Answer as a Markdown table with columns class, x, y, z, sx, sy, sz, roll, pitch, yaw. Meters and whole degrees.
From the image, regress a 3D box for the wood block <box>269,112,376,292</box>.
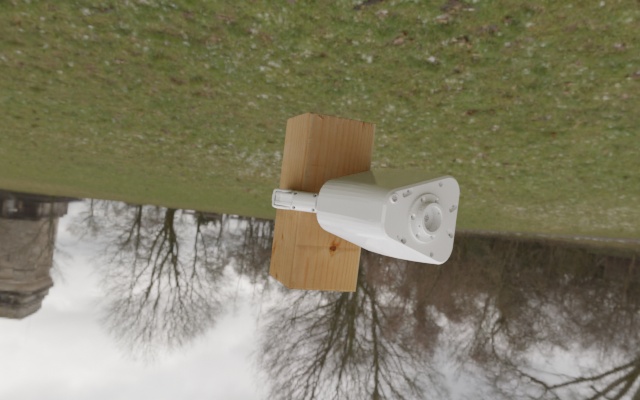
| class | x | y | z | sx | sy | sz | roll | pitch | yaw |
| --- | --- | --- | --- | --- | --- | --- | --- | --- | --- |
| wood block | 0.000 | 0.002 | 0.603 | 0.091 | 0.206 | 0.090 | 7 | 1 | -21 |
